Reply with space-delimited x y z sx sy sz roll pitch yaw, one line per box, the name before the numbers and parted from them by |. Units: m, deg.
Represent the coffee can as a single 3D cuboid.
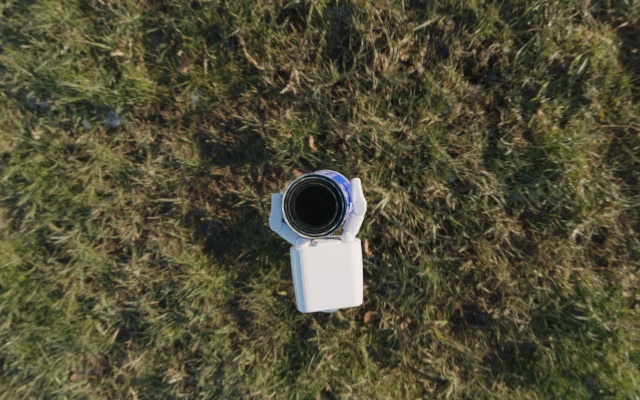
coffee can | 0.000 0.002 0.795 0.103 0.103 0.140 0 5 8
